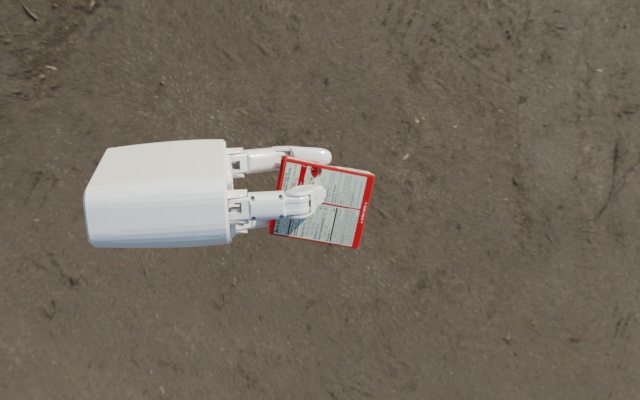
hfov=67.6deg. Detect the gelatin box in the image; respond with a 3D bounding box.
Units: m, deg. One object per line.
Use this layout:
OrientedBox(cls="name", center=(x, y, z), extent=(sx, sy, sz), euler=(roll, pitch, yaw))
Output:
OrientedBox(cls="gelatin box", center=(0.000, 0.002, 0.453), extent=(0.089, 0.073, 0.030), euler=(10, 10, -8))
